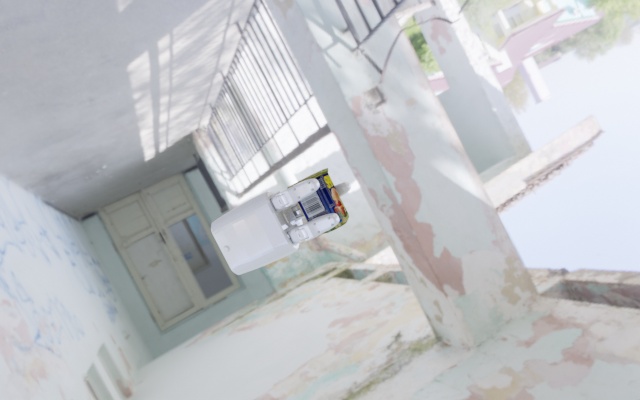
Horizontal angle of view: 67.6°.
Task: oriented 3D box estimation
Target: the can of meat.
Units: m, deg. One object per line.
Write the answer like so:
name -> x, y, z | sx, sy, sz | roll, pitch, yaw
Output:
can of meat -> 0.000, 0.003, 0.710 | 0.057, 0.084, 0.102 | -26, 2, 9
